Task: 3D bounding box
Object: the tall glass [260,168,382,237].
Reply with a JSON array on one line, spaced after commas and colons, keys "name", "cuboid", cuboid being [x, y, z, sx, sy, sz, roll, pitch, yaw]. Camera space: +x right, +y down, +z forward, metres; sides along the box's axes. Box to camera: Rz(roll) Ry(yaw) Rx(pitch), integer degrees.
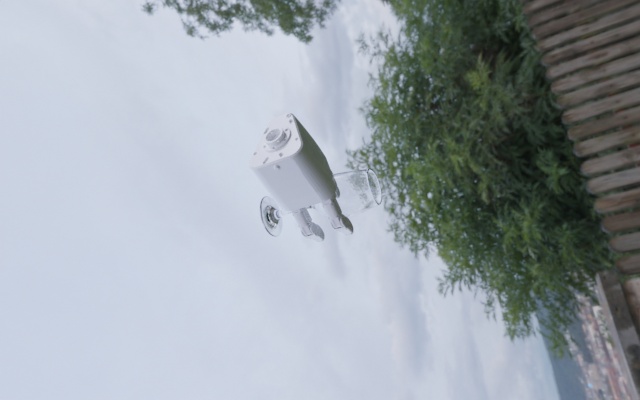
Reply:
[{"name": "tall glass", "cuboid": [0.000, 0.003, 0.812, 0.201, 0.079, 0.079, -16, -6, 22]}]
